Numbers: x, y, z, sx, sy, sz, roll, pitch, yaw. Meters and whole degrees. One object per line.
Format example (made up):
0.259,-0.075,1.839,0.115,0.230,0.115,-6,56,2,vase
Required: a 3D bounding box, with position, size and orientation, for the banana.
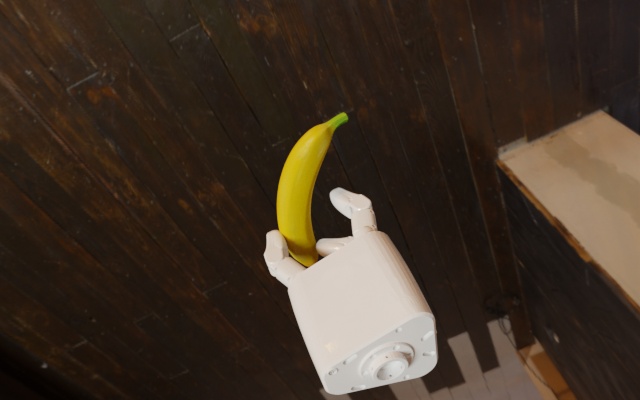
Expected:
-0.016,-0.001,0.530,0.069,0.198,0.037,-2,32,-25,banana
